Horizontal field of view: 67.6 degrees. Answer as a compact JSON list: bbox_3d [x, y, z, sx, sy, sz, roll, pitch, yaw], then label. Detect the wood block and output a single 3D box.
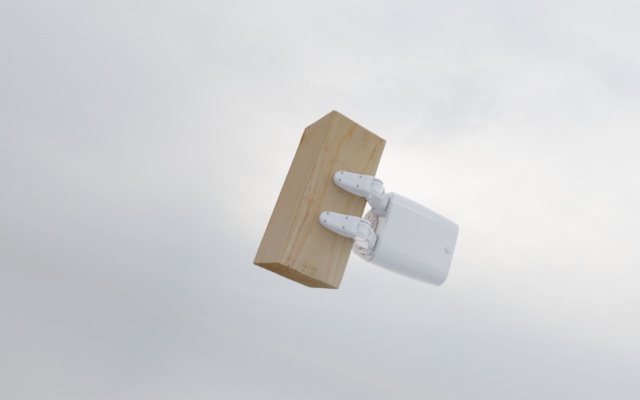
[{"bbox_3d":[0.000,0.002,0.624,0.090,0.206,0.091,27,-19,-21],"label":"wood block"}]
